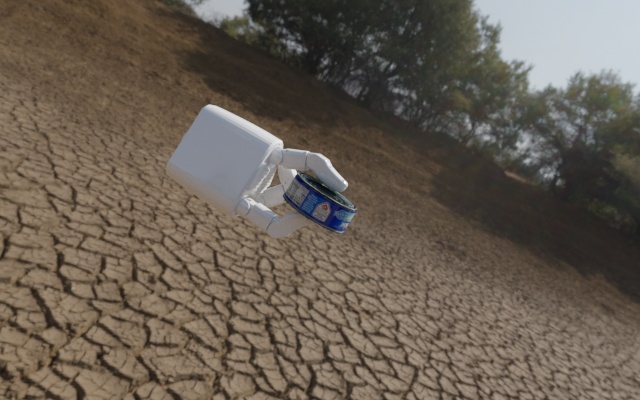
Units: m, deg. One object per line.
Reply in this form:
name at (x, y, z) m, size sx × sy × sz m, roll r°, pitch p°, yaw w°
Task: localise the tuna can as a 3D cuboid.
tuna can at (0.000, 0.001, 0.570) m, size 0.086 × 0.034 × 0.086 m, roll 31°, pitch 10°, yaw -6°
